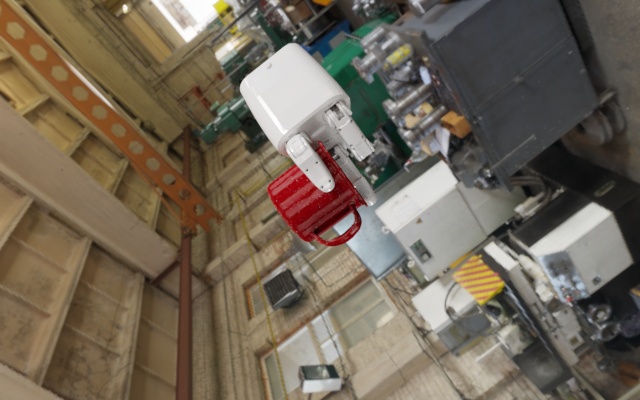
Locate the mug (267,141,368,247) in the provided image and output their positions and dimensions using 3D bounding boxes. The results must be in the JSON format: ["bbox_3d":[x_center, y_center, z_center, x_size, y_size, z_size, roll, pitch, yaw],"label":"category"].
[{"bbox_3d":[0.001,0.003,0.535,0.081,0.117,0.093,-37,-30,4],"label":"mug"}]
